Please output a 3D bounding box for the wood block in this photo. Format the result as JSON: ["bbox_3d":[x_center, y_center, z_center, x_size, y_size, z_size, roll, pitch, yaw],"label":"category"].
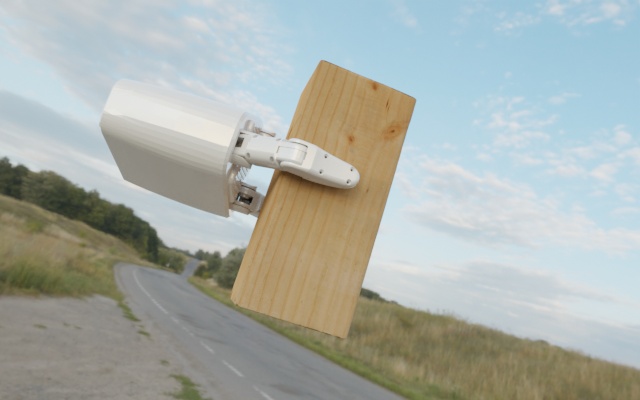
[{"bbox_3d":[0.000,0.001,0.415,0.090,0.206,0.091,20,-11,-11],"label":"wood block"}]
